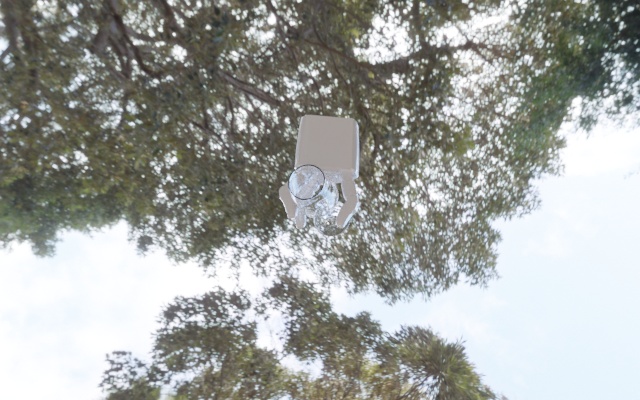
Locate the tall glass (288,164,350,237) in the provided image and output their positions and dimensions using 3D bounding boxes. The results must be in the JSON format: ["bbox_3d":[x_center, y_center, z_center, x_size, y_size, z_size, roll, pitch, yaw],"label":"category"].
[{"bbox_3d":[0.000,0.003,0.857,0.079,0.079,0.201,0,-19,14],"label":"tall glass"}]
